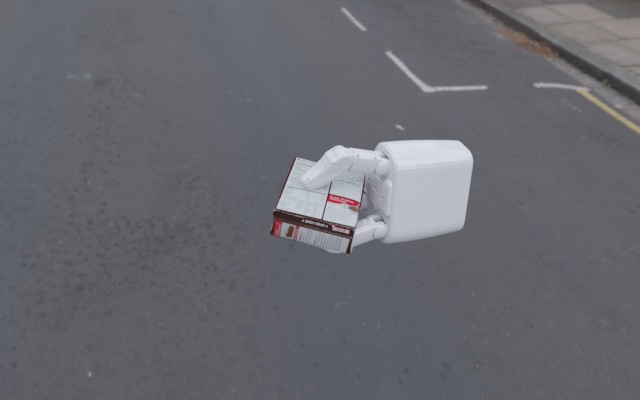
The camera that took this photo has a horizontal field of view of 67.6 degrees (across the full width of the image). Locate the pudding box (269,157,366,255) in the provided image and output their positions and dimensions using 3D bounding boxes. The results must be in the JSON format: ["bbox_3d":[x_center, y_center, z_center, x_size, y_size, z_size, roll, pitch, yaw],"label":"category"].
[{"bbox_3d":[0.000,0.002,0.534,0.090,0.039,0.113,13,35,2],"label":"pudding box"}]
